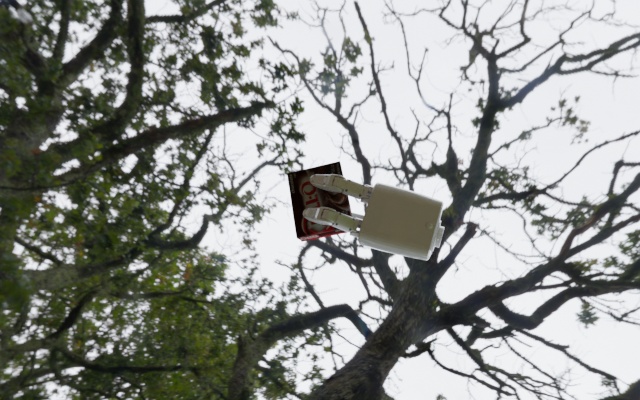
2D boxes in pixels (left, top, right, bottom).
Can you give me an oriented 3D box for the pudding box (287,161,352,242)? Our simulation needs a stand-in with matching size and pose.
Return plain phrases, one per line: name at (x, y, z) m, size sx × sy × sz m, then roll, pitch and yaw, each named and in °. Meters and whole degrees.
pudding box at (0.000, 0.003, 0.763) m, size 0.090 × 0.113 × 0.039 m, roll -12°, pitch -20°, yaw 7°
